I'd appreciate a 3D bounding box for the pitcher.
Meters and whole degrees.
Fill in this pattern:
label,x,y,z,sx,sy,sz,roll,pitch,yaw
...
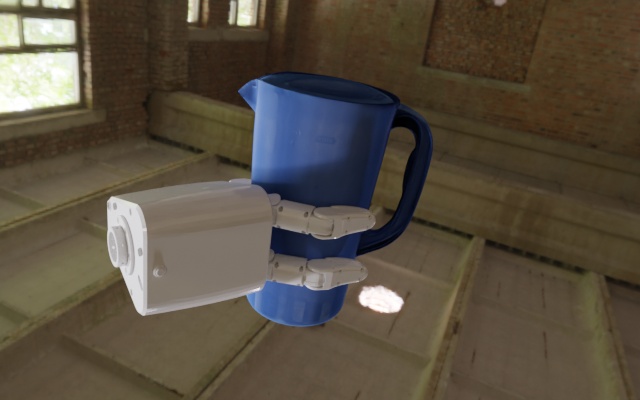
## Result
label,x,y,z,sx,sy,sz,roll,pitch,yaw
pitcher,0.000,0.002,0.478,0.145,0.243,0.149,-8,28,-36
